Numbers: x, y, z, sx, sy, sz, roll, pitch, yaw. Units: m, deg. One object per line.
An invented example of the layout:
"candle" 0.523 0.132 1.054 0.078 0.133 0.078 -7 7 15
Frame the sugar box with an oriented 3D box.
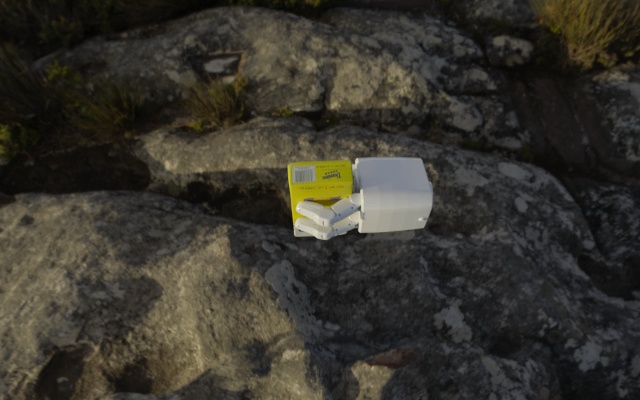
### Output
"sugar box" 0.000 0.003 0.753 0.093 0.048 0.176 -2 -31 -1
